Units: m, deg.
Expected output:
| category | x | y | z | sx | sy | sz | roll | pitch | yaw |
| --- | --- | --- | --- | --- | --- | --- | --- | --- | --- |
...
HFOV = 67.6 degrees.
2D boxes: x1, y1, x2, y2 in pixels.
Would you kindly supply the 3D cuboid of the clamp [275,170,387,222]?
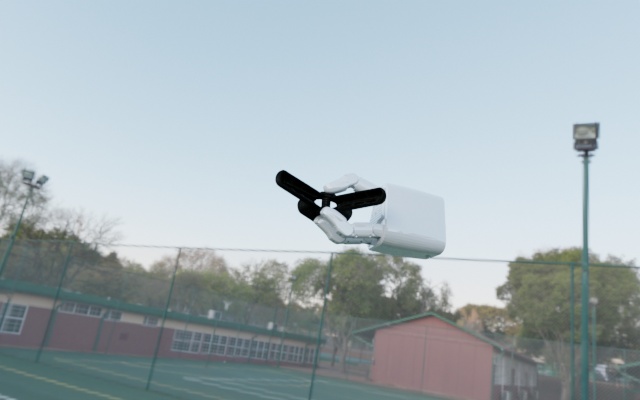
| category | x | y | z | sx | sy | sz | roll | pitch | yaw |
| --- | --- | --- | --- | --- | --- | --- | --- | --- | --- |
| clamp | 0.000 | 0.002 | 0.780 | 0.164 | 0.036 | 0.210 | 13 | -17 | -7 |
